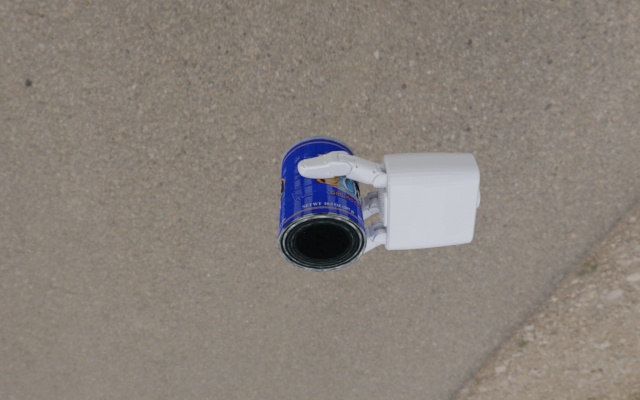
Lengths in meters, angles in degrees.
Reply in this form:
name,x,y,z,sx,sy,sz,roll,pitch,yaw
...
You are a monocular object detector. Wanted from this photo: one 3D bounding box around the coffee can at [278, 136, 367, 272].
name,x,y,z,sx,sy,sz,roll,pitch,yaw
coffee can,0.000,0.002,0.595,0.103,0.103,0.140,-1,45,-1
